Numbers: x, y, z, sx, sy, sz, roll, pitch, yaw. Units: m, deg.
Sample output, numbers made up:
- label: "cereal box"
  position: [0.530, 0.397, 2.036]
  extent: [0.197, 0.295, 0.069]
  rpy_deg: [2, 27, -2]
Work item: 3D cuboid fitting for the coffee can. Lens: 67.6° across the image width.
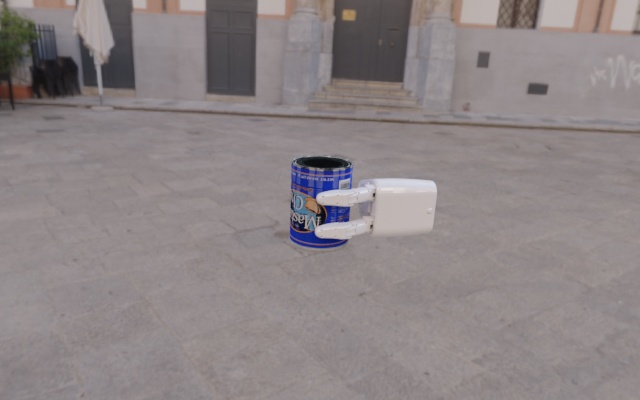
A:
- label: "coffee can"
  position: [0.000, 0.003, 0.801]
  extent: [0.103, 0.140, 0.102]
  rpy_deg: [2, 18, -1]
